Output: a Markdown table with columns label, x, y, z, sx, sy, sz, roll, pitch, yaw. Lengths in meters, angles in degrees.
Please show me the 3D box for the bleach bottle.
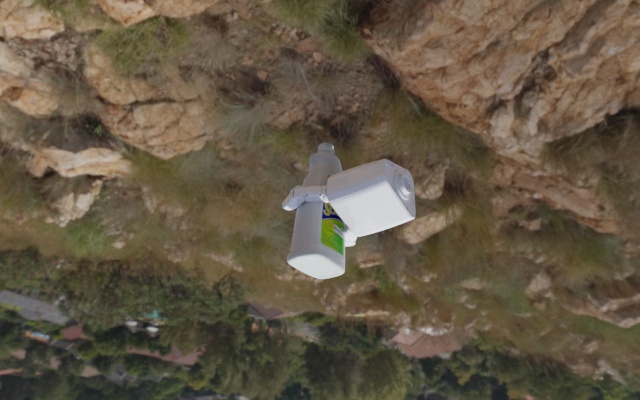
| label | x | y | z | sx | sy | sz | roll | pitch | yaw |
| --- | --- | --- | --- | --- | --- | --- | --- | --- | --- |
| bleach bottle | 0.000 | 0.003 | 0.833 | 0.068 | 0.250 | 0.103 | -19 | -37 | 32 |
